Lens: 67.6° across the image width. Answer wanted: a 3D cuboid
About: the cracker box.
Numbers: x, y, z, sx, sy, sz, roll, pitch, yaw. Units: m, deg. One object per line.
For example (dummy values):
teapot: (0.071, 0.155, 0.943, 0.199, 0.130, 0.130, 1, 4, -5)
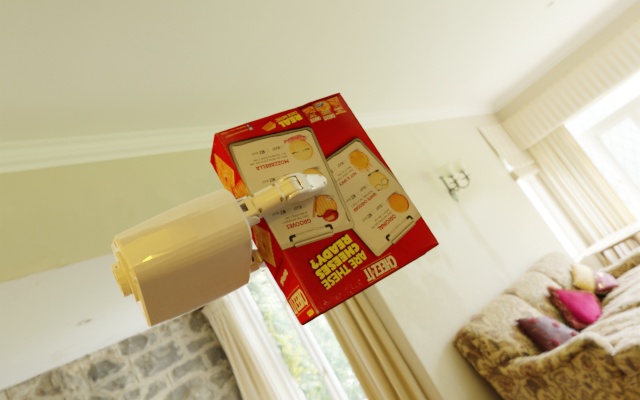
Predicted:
cracker box: (0.000, 0.002, 0.527, 0.164, 0.213, 0.072, -24, -15, -26)
